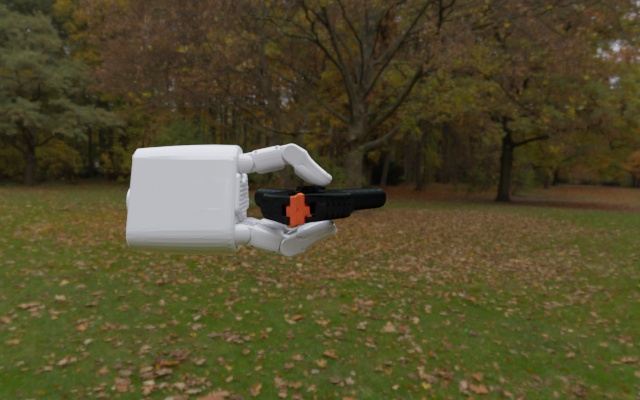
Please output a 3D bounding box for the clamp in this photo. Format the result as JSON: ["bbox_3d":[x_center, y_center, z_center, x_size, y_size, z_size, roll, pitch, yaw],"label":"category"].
[{"bbox_3d":[0.000,0.001,0.514,0.164,0.036,0.210,-1,4,-1],"label":"clamp"}]
